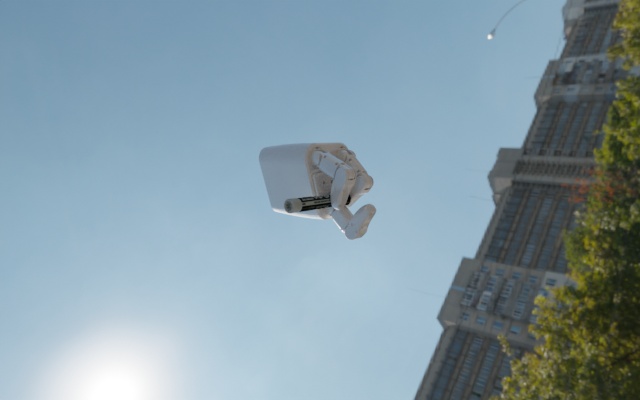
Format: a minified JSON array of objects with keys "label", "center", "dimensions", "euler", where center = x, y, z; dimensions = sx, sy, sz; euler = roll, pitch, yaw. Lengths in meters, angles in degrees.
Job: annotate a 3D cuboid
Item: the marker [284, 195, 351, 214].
[{"label":"marker","center":[0.000,0.002,0.644],"dimensions":[0.020,0.020,0.121],"euler":[0,5,42]}]
